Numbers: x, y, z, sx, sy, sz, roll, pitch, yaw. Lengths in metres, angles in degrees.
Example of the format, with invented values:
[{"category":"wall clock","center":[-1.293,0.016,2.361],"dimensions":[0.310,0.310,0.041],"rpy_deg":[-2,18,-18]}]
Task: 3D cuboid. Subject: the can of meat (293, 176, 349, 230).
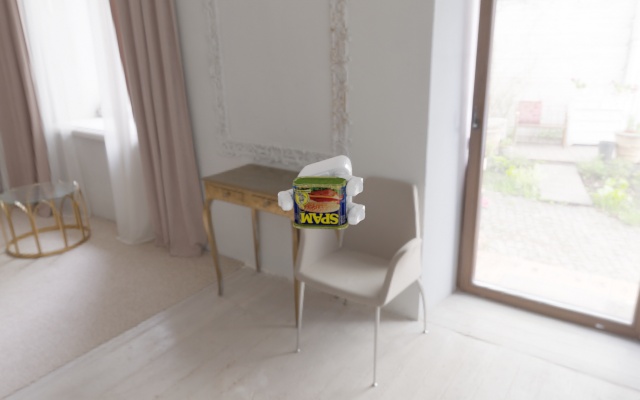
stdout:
[{"category":"can of meat","center":[0.000,0.003,0.867],"dimensions":[0.102,0.084,0.057],"rpy_deg":[1,19,8]}]
